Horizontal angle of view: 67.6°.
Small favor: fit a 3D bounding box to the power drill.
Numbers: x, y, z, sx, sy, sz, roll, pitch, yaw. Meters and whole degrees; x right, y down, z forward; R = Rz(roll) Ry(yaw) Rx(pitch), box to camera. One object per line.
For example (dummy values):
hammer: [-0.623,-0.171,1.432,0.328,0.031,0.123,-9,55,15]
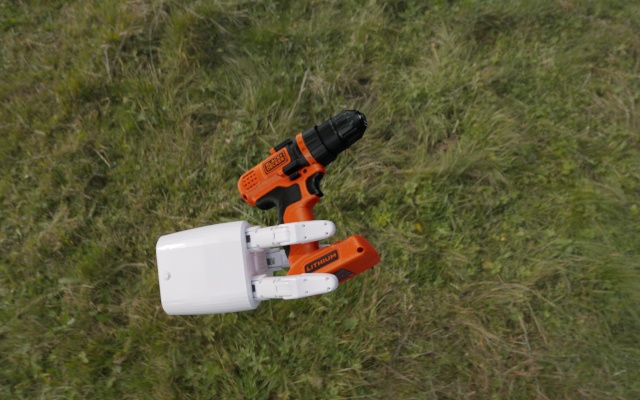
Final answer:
power drill: [0.000,0.002,0.562,0.184,0.187,0.057,-32,-31,18]
